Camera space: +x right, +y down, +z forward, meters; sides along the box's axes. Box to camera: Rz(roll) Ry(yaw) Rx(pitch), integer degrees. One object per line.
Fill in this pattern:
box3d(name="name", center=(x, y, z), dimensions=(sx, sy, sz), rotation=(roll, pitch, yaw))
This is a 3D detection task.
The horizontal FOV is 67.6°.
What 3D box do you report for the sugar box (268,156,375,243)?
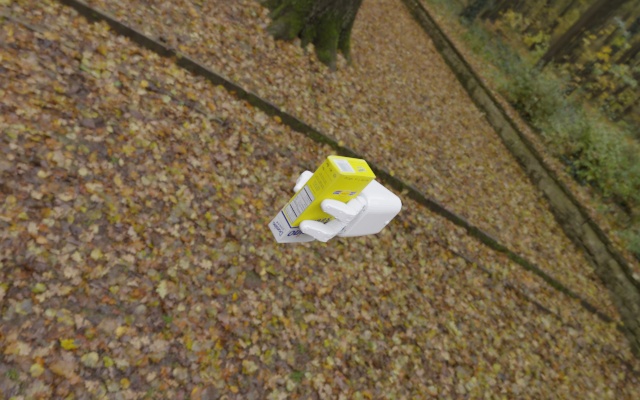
box3d(name="sugar box", center=(0.001, 0.003, 0.791), dimensions=(0.093, 0.048, 0.176), rotation=(2, -43, -47))
